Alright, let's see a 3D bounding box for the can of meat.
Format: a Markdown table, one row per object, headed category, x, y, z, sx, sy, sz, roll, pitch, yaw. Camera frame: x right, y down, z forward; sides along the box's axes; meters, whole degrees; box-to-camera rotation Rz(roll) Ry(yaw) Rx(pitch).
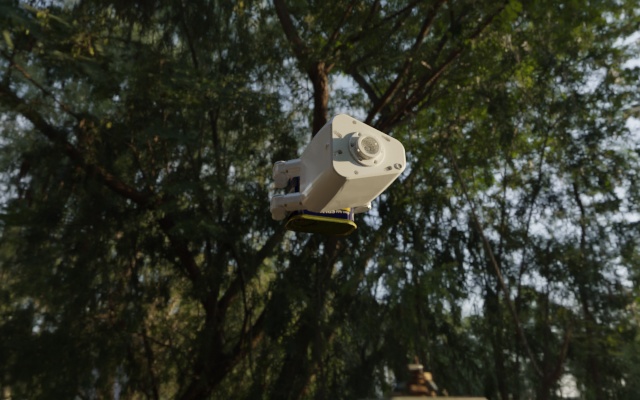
| category | x | y | z | sx | sy | sz | roll | pitch | yaw |
| --- | --- | --- | --- | --- | --- | --- | --- | --- | --- |
| can of meat | 0.000 | 0.002 | 0.718 | 0.102 | 0.084 | 0.057 | 7 | -24 | -17 |
